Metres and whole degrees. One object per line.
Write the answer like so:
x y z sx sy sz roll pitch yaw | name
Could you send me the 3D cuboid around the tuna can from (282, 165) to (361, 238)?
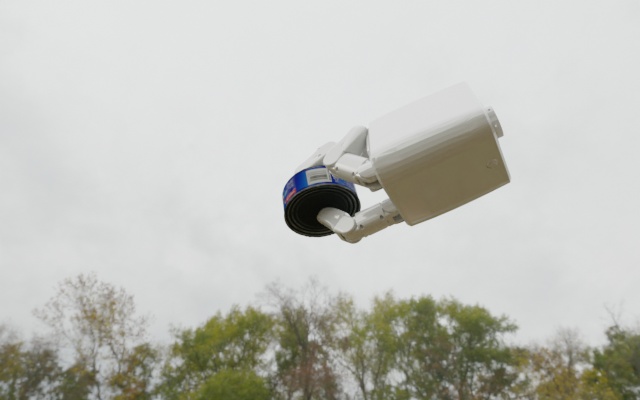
0.000 0.001 0.534 0.086 0.033 0.086 -6 -43 -6 | tuna can
